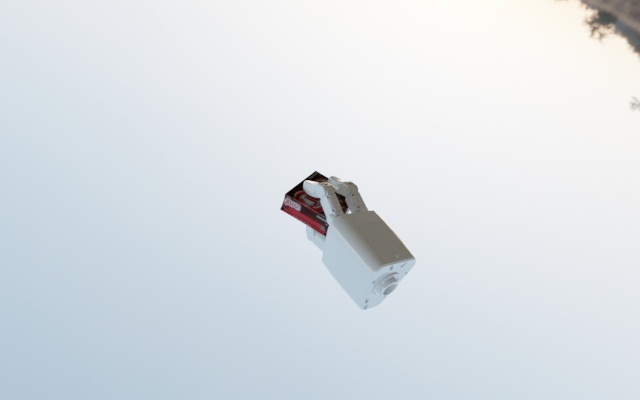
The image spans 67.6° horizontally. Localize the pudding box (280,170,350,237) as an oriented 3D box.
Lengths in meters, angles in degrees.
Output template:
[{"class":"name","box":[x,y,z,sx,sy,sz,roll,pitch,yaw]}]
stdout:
[{"class":"pudding box","box":[0.000,0.003,0.783,0.090,0.039,0.113,31,31,11]}]
